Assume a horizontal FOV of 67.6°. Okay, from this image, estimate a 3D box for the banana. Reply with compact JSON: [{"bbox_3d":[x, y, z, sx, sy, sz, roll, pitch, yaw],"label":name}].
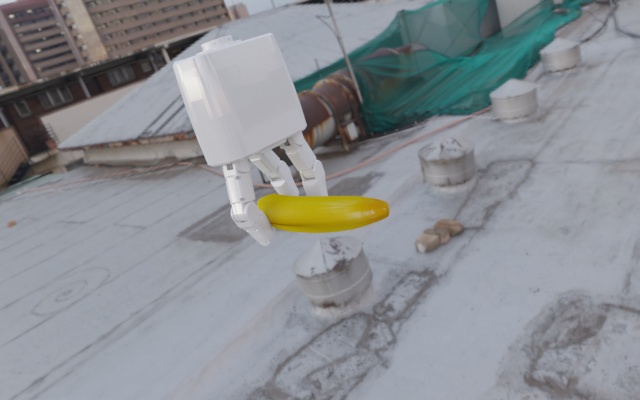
[{"bbox_3d":[-0.016,0.009,0.508,0.069,0.037,0.198,-27,19,-31],"label":"banana"}]
